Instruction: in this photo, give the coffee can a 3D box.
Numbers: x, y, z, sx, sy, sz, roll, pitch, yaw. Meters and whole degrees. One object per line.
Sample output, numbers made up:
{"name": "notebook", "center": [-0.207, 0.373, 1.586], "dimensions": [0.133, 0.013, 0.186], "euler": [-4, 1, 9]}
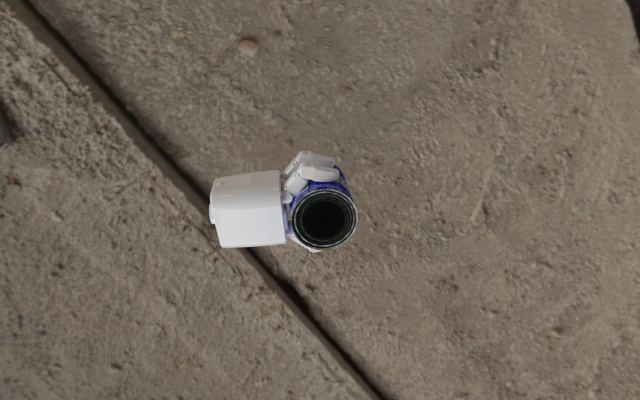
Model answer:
{"name": "coffee can", "center": [0.000, 0.003, 0.773], "dimensions": [0.103, 0.103, 0.140], "euler": [0, 23, -6]}
